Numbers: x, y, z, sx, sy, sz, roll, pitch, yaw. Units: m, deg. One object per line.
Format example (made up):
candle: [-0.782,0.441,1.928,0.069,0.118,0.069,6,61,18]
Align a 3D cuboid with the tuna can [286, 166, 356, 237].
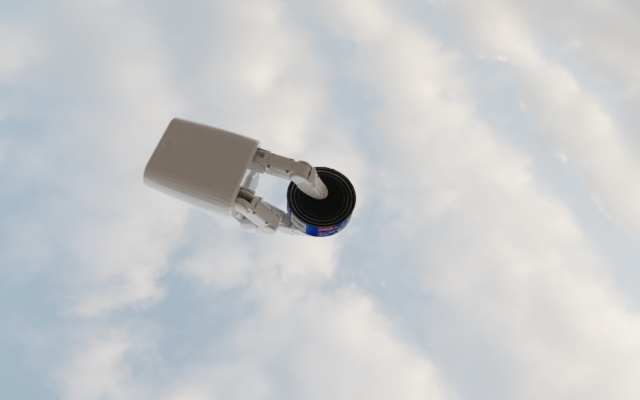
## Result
tuna can: [0.000,0.002,0.596,0.086,0.086,0.034,0,-29,-5]
